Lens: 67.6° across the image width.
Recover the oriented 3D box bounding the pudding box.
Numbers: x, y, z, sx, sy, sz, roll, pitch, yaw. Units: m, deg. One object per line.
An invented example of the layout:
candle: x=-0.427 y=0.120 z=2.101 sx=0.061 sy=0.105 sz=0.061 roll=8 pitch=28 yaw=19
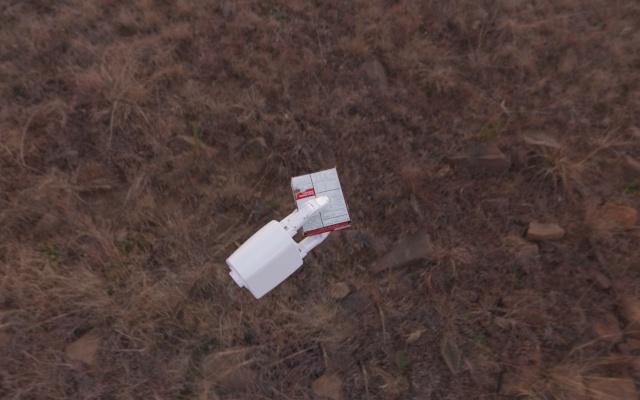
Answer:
pudding box: x=0.000 y=0.003 z=0.869 sx=0.090 sy=0.113 sz=0.039 roll=-13 pitch=-18 yaw=-3
